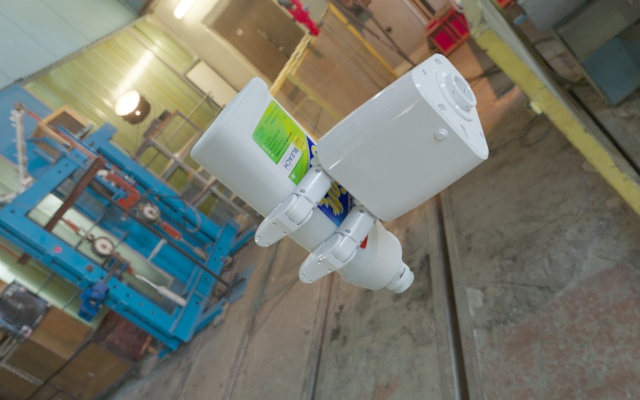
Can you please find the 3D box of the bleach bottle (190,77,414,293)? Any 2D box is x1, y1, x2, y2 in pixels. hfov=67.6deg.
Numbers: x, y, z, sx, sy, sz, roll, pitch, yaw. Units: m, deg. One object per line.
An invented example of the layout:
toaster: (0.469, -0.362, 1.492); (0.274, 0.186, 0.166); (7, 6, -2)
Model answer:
bleach bottle: (0.000, 0.002, 0.470); (0.251, 0.102, 0.068); (41, -50, -18)
